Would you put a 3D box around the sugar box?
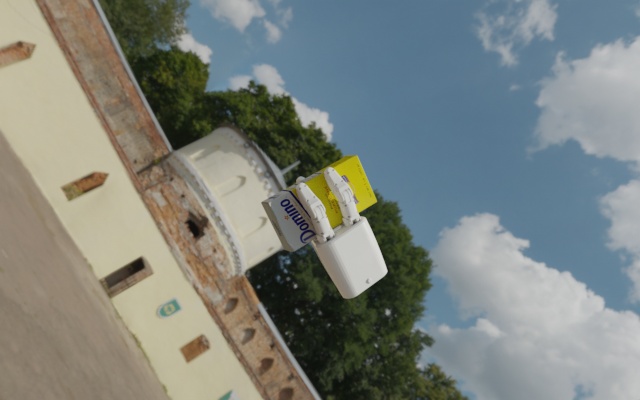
[{"bbox_3d":[0.001,0.003,0.794,0.176,0.093,0.048,-31,14,-22],"label":"sugar box"}]
